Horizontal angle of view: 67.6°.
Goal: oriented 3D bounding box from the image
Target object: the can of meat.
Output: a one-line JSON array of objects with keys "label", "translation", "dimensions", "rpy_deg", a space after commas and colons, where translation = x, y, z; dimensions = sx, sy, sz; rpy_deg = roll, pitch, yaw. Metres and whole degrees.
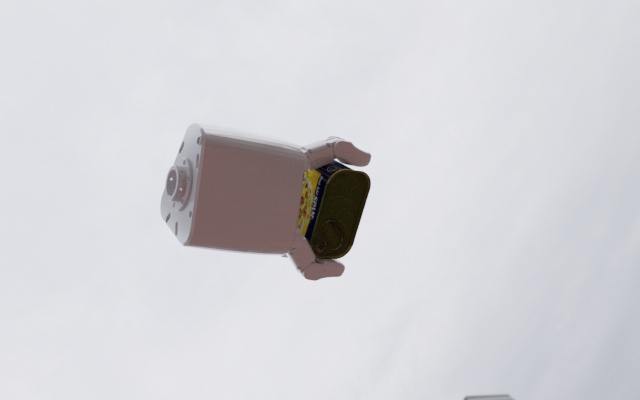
[{"label": "can of meat", "translation": [0.000, 0.002, 0.534], "dimensions": [0.057, 0.102, 0.084], "rpy_deg": [4, 19, -36]}]
